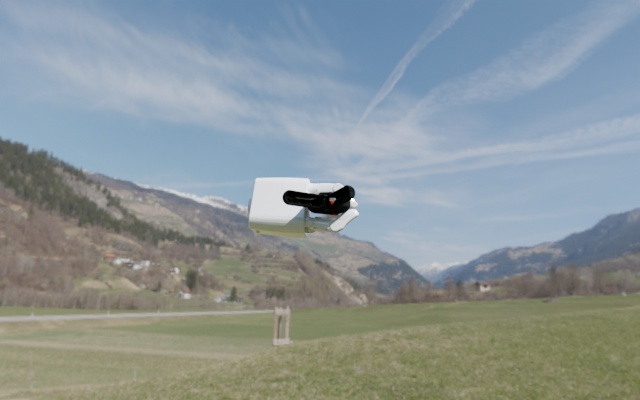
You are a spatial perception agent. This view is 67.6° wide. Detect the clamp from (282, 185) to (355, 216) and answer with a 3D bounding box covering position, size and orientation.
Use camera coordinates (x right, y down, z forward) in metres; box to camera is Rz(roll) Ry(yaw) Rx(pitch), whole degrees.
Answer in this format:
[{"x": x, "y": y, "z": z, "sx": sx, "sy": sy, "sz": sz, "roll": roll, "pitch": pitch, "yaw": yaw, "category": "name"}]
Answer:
[{"x": 0.000, "y": 0.002, "z": 0.848, "sx": 0.120, "sy": 0.039, "sz": 0.171, "roll": 3, "pitch": -12, "yaw": 4, "category": "clamp"}]
